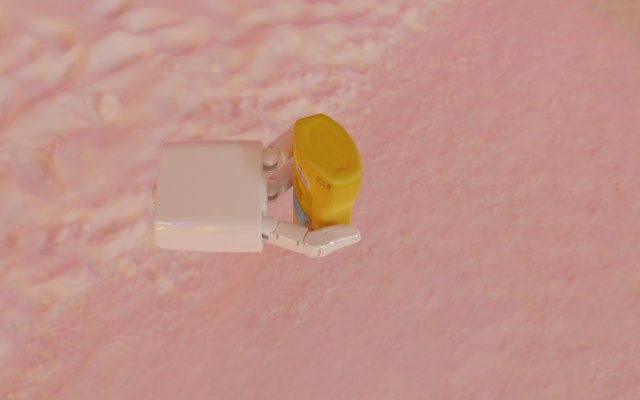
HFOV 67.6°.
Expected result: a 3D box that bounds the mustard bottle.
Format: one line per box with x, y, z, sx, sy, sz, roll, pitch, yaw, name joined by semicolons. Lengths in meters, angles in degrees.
0.000;0.002;0.539;0.058;0.096;0.192;-20;-32;-18;mustard bottle
